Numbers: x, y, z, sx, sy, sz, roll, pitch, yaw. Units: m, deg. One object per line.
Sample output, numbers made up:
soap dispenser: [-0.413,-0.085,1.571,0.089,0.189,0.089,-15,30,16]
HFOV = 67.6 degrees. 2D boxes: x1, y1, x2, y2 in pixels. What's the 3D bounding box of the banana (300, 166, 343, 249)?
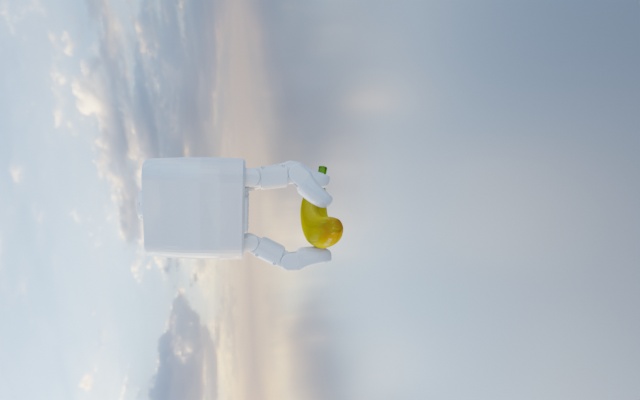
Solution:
banana: [-0.003,0.018,0.587,0.037,0.070,0.197,5,22,-9]
